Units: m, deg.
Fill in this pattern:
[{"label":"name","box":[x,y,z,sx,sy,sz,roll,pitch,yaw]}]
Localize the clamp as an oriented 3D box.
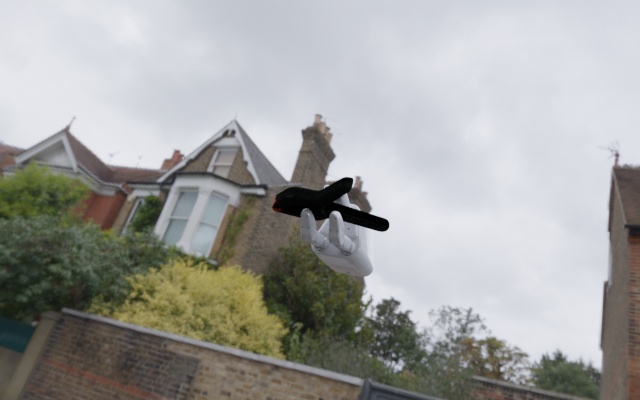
[{"label":"clamp","box":[0.000,0.002,0.822,0.210,0.036,0.165,5,-26,27]}]
